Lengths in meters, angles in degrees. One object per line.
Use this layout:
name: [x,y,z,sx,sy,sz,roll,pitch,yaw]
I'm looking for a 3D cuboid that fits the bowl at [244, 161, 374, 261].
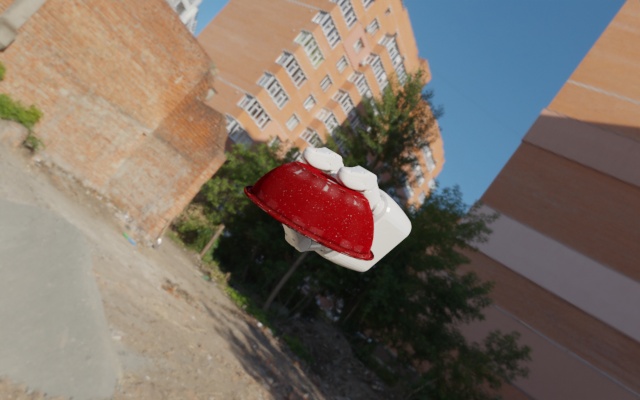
bowl: [0.000,0.001,0.522,0.162,0.055,0.162,28,7,-4]
